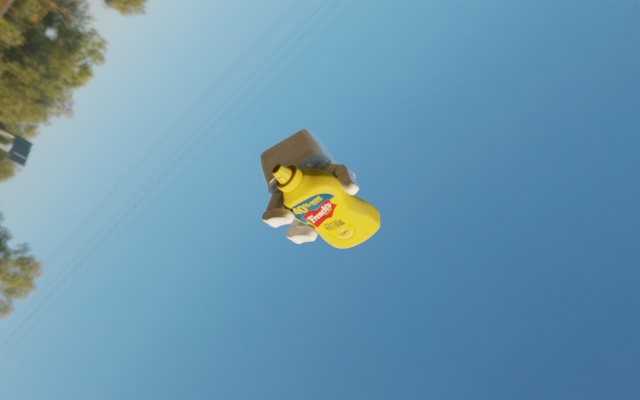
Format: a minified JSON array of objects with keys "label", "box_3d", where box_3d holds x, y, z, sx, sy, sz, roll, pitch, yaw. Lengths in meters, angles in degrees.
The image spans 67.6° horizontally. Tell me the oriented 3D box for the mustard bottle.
[{"label":"mustard bottle","box_3d":[0.000,0.003,0.731,0.096,0.058,0.192,-27,-49,32]}]
